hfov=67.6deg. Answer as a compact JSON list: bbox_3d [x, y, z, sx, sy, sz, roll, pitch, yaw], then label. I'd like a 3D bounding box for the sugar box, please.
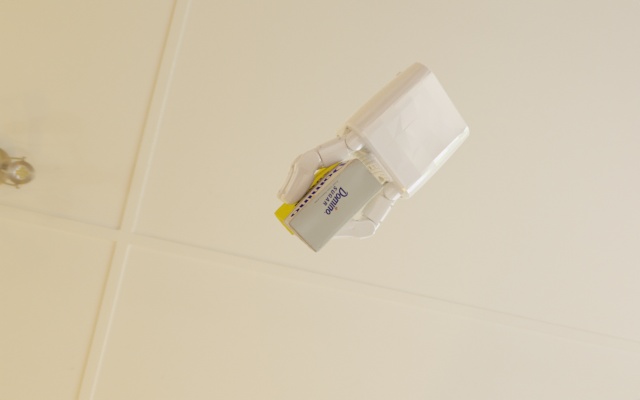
[{"bbox_3d":[0.000,0.001,0.528,0.093,0.048,0.176,-44,5,-7],"label":"sugar box"}]
